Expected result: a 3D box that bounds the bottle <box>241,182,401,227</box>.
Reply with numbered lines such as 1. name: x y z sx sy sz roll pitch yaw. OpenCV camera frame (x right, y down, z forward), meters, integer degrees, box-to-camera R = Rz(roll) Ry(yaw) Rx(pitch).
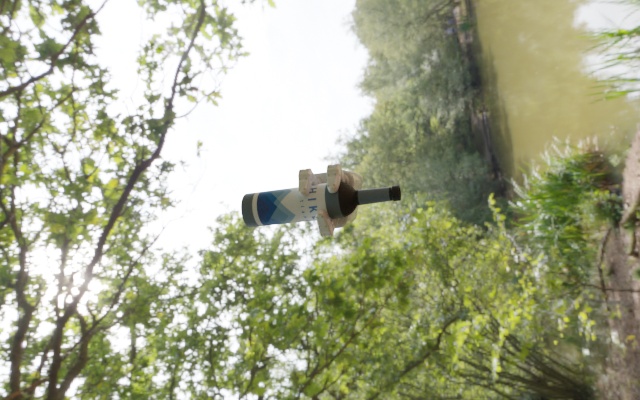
1. bottle: 0.000 0.003 0.883 0.296 0.069 0.069 -7 -2 17
